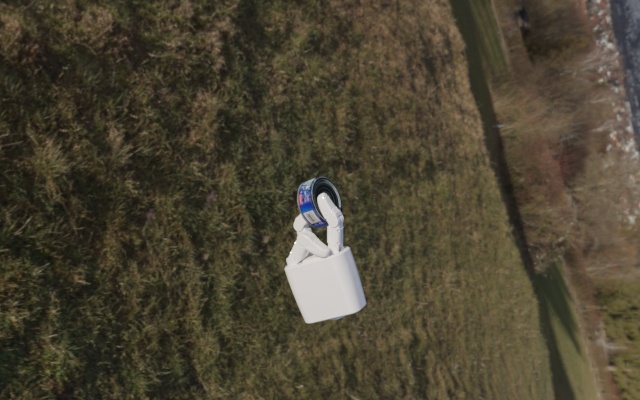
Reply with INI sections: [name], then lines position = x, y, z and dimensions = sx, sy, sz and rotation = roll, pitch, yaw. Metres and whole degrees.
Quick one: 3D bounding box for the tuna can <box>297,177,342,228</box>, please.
[tuna can]
position = 0.001, 0.003, 0.829
dimensions = 0.034, 0.086, 0.086
rotation = -19, -12, 37
